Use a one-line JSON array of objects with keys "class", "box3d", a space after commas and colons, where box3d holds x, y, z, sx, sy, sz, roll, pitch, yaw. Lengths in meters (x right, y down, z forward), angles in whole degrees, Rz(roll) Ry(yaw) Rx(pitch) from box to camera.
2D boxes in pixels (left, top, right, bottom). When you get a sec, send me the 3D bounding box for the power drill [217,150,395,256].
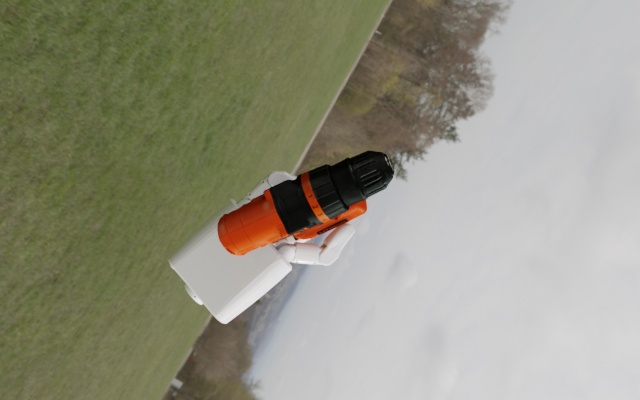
[{"class": "power drill", "box3d": [0.000, 0.002, 0.526, 0.184, 0.057, 0.187, -23, -7, 12]}]
